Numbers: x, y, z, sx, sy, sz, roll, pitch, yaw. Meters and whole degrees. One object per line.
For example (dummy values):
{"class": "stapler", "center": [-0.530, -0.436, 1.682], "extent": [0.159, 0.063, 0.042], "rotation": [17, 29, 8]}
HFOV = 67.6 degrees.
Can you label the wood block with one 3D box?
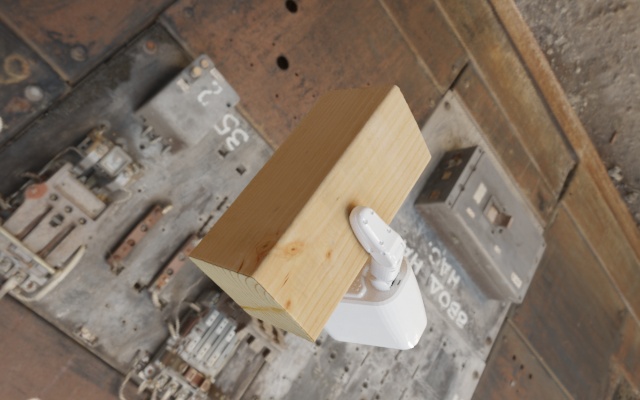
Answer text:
{"class": "wood block", "center": [0.000, 0.002, 0.415], "extent": [0.091, 0.206, 0.090], "rotation": [8, -36, 45]}
